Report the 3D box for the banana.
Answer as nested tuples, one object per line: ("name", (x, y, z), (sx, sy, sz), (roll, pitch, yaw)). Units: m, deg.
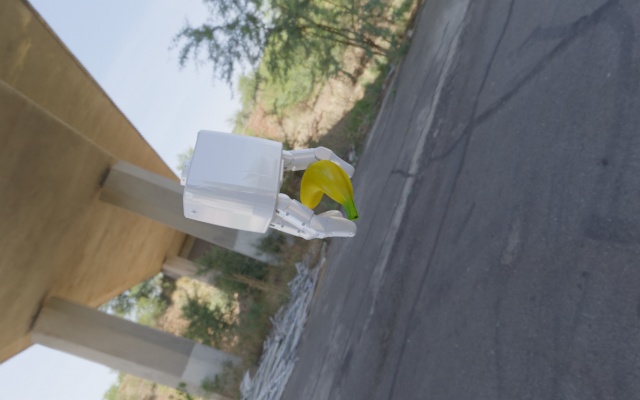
("banana", (0.001, -0.016, 0.606), (0.037, 0.069, 0.198), (-1, 3, -14))
